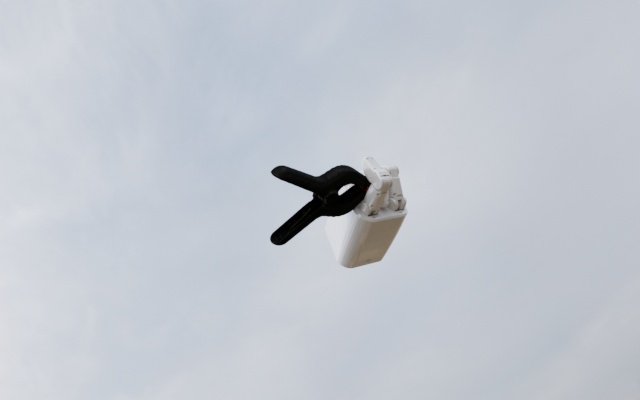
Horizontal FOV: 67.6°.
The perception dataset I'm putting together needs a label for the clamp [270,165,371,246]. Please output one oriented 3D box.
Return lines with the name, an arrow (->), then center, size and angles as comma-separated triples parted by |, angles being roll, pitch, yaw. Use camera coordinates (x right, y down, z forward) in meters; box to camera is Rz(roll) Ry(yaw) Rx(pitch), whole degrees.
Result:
clamp -> 0.000, 0.002, 0.670 | 0.171, 0.120, 0.039 | -5, 38, -32
